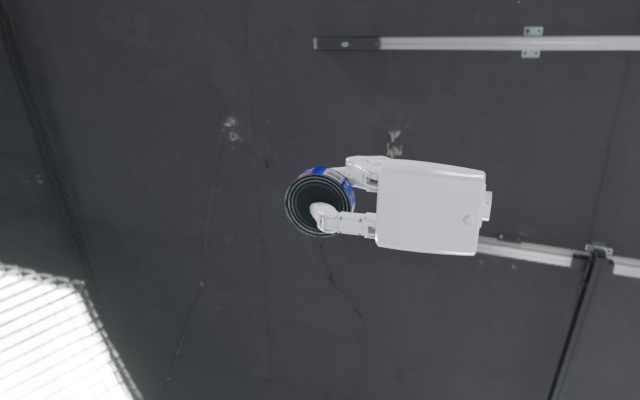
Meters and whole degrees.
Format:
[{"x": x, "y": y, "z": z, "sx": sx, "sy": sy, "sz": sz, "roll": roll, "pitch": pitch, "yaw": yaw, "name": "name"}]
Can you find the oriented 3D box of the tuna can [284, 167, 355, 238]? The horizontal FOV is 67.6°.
[{"x": 0.000, "y": 0.002, "z": 0.601, "sx": 0.086, "sy": 0.086, "sz": 0.033, "roll": 0, "pitch": 22, "yaw": 17, "name": "tuna can"}]
